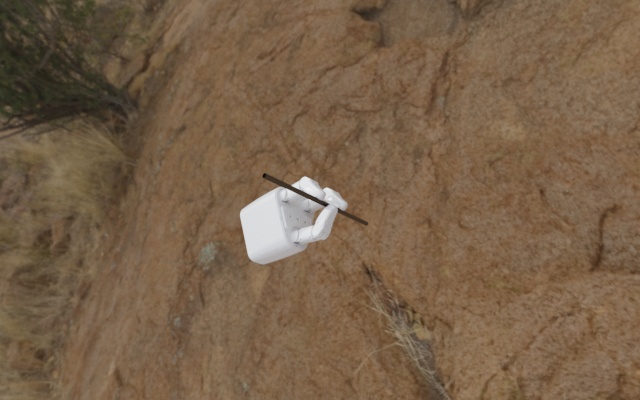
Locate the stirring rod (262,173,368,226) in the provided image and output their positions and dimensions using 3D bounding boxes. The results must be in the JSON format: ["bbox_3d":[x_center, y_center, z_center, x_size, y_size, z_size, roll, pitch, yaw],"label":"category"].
[{"bbox_3d":[0.000,0.003,0.775,0.011,0.011,0.239,0,-19,46],"label":"stirring rod"}]
